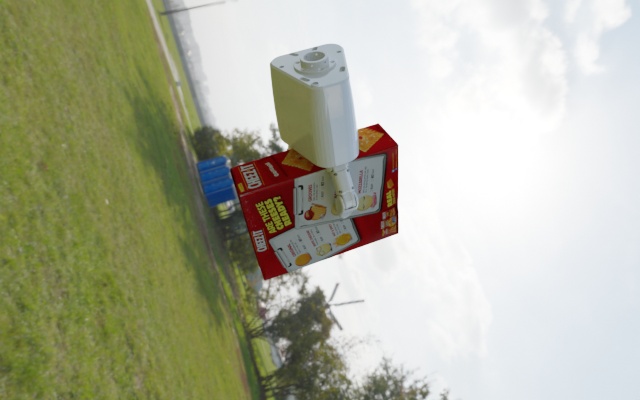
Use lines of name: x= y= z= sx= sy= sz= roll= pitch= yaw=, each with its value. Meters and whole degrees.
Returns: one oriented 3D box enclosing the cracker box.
cracker box: x=0.000 y=0.002 z=0.662 sx=0.213 sy=0.164 sz=0.072 roll=-18 pitch=42 yaw=-11
